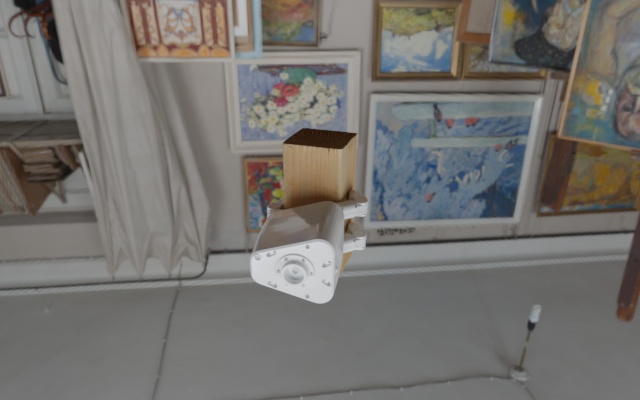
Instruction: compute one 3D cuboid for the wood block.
[{"bbox_3d":[0.000,0.003,0.734,0.091,0.206,0.090,8,25,16],"label":"wood block"}]
